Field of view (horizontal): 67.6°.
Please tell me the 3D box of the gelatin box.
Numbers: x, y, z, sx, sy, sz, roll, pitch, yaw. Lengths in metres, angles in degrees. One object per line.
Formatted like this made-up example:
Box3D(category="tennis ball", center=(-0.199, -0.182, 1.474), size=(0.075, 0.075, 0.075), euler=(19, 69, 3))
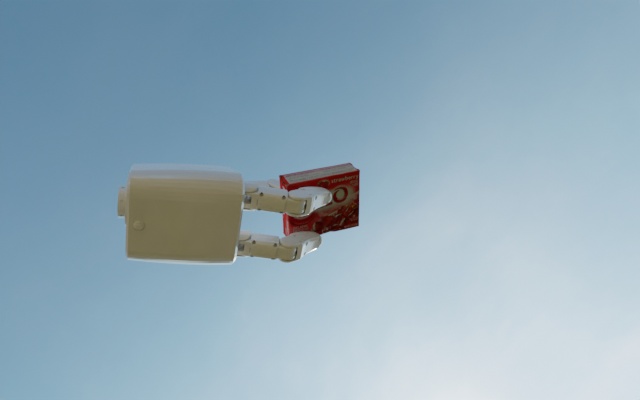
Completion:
Box3D(category="gelatin box", center=(0.000, 0.002, 0.543), size=(0.089, 0.073, 0.030), euler=(-12, 29, -19))
